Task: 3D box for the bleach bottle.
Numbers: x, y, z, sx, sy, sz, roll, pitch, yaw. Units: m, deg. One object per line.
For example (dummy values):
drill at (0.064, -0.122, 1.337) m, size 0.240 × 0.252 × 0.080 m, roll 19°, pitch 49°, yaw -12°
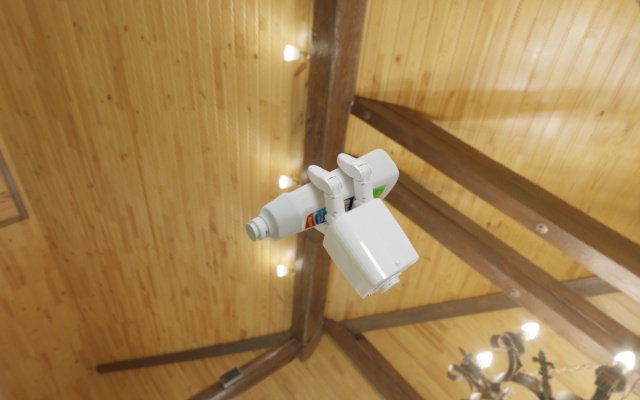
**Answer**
bleach bottle at (0.000, 0.002, 0.720) m, size 0.251 × 0.068 × 0.103 m, roll -25°, pitch -18°, yaw -30°
